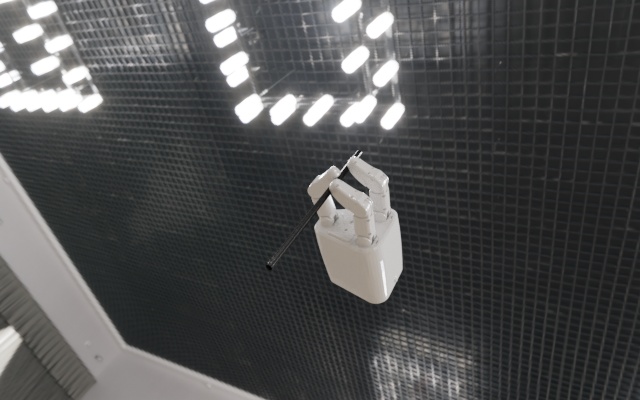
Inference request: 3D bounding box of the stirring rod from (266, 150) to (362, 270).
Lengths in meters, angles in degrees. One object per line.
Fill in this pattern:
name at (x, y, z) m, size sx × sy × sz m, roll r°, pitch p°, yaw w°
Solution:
stirring rod at (0.000, 0.002, 0.588) m, size 0.011 × 0.011 × 0.239 m, roll 0°, pitch 35°, yaw 34°
